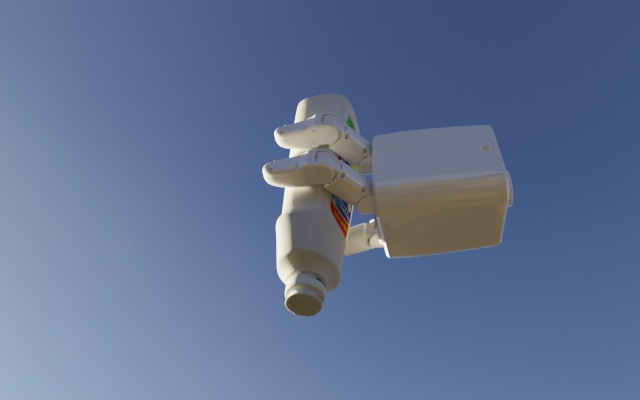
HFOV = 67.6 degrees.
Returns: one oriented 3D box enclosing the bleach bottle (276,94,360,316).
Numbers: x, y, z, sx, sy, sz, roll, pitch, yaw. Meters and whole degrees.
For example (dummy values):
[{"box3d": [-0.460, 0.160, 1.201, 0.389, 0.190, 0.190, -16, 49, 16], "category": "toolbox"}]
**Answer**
[{"box3d": [0.000, 0.001, 0.454, 0.068, 0.103, 0.250, -7, 41, 12], "category": "bleach bottle"}]
